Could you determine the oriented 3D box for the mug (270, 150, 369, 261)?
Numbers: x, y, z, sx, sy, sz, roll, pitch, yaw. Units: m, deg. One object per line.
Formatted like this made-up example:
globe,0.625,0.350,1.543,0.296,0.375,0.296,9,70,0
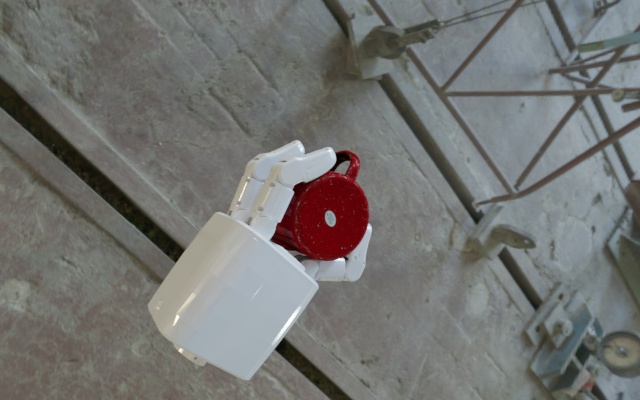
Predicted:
mug,0.001,0.000,0.463,0.093,0.117,0.081,41,-13,-26
